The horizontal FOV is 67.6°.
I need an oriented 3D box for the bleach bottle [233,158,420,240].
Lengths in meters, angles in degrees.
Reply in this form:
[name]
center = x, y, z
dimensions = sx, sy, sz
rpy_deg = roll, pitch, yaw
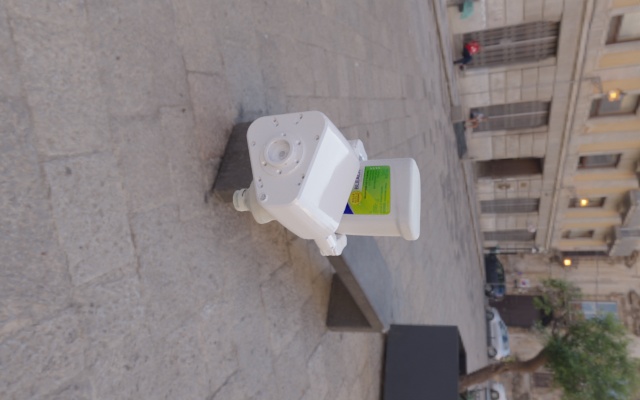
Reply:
[bleach bottle]
center = 0.000, 0.002, 0.626
dimensions = 0.251, 0.102, 0.068
rpy_deg = -3, -22, 21
